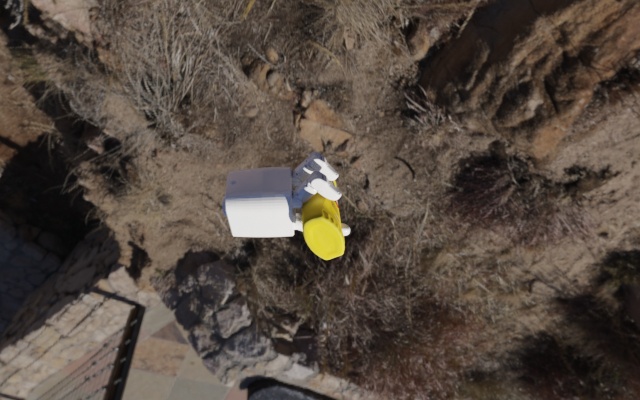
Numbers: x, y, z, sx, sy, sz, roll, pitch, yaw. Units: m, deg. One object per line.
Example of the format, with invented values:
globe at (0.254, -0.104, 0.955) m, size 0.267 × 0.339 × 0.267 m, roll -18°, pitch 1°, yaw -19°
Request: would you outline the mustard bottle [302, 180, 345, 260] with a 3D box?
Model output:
mustard bottle at (0.000, 0.003, 0.812) m, size 0.058 × 0.096 × 0.191 m, roll -22°, pitch 37°, yaw 13°
